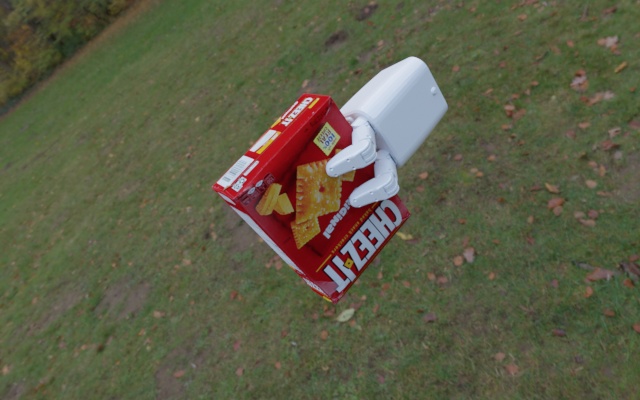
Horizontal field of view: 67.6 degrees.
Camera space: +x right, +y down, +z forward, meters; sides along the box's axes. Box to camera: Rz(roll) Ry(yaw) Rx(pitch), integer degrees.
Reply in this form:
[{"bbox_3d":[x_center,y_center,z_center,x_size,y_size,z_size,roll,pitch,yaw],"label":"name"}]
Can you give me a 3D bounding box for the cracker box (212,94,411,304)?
[{"bbox_3d":[0.000,0.002,0.597,0.214,0.164,0.072,50,-15,-32],"label":"cracker box"}]
